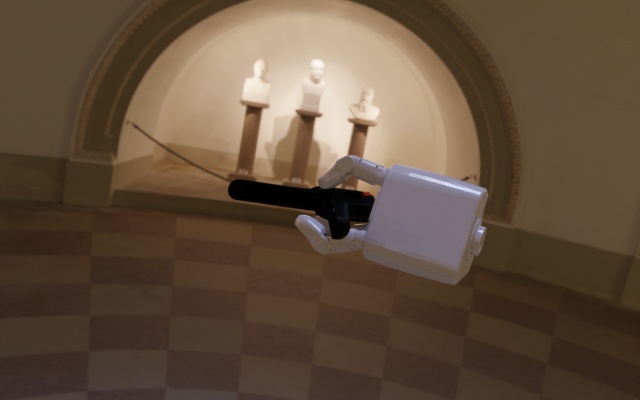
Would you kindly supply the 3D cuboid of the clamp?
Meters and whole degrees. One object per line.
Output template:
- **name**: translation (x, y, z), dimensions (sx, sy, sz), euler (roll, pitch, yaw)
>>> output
- **clamp**: translation (0.001, 0.001, 0.596), dimensions (0.164, 0.036, 0.210), euler (19, 12, 26)
